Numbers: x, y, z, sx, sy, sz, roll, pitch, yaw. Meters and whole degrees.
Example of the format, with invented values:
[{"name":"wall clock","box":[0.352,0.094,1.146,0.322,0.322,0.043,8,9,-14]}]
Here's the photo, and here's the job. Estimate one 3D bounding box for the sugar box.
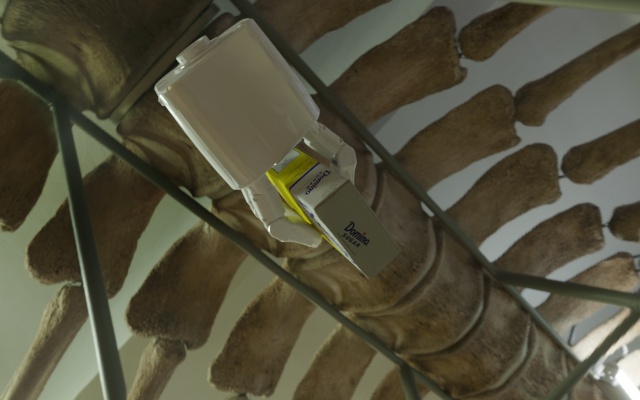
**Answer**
[{"name":"sugar box","box":[0.000,0.002,0.475,0.048,0.093,0.176,-41,28,-4]}]
